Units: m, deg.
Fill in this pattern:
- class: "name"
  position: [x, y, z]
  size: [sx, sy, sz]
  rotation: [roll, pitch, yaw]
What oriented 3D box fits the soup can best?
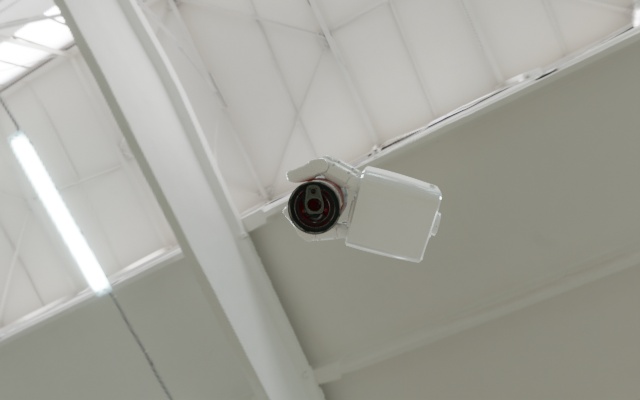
- class: "soup can"
  position: [0.000, 0.002, 0.645]
  size: [0.068, 0.068, 0.102]
  rotation: [0, 9, 9]
